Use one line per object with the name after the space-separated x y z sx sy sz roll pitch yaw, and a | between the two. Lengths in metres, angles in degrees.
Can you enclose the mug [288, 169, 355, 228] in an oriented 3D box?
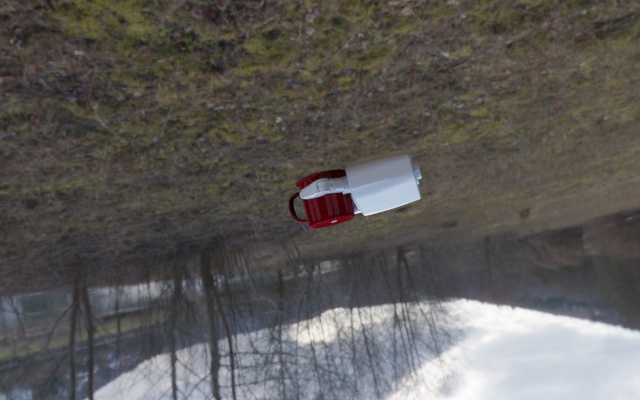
-0.001 0.003 0.826 0.117 0.081 0.093 -16 -10 13 | mug
